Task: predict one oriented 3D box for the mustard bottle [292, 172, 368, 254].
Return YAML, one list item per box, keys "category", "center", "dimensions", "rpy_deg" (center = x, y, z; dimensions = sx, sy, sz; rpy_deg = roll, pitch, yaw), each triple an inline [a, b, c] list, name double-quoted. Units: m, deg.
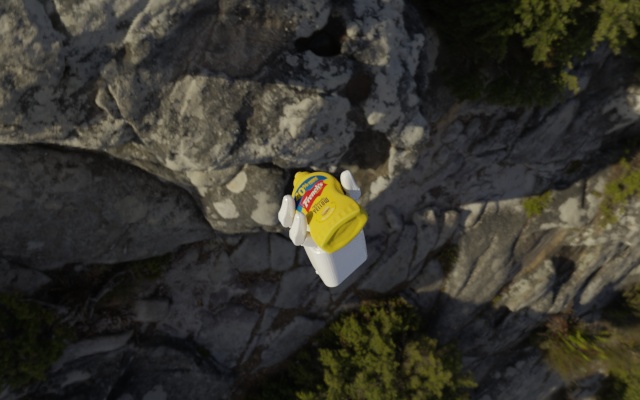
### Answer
- category: "mustard bottle"
  center: [0.000, 0.003, 0.845]
  dimensions: [0.058, 0.096, 0.191]
  rpy_deg: [40, 7, -42]
